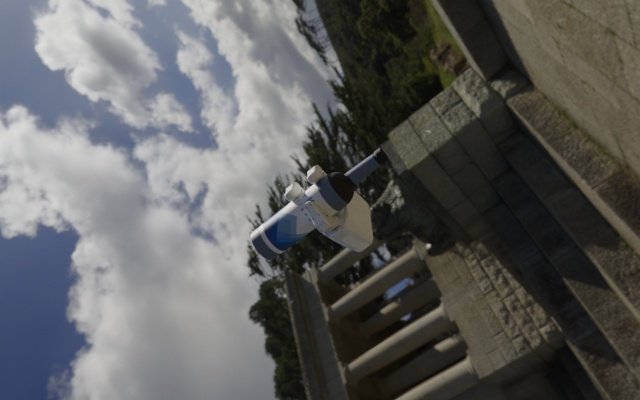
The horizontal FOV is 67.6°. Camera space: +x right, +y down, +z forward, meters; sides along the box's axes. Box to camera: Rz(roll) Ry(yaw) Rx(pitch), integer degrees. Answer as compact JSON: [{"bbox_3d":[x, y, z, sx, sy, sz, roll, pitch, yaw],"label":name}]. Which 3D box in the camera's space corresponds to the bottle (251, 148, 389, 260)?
[{"bbox_3d":[0.000,0.003,0.878,0.296,0.069,0.069,-37,-13,17],"label":"bottle"}]
